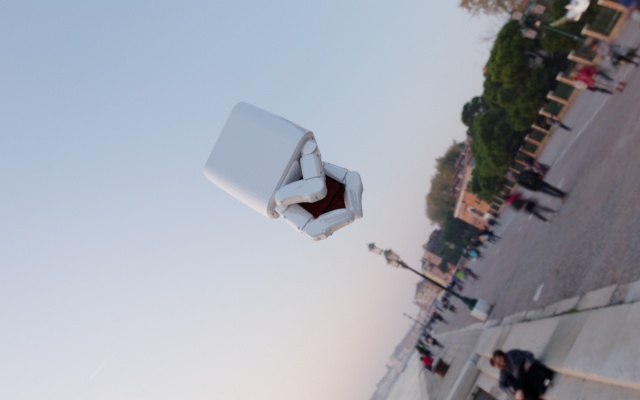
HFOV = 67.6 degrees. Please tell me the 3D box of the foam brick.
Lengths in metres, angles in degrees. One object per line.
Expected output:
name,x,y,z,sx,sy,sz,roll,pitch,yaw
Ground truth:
foam brick,0.000,0.002,0.609,0.051,0.053,0.078,28,-13,18
